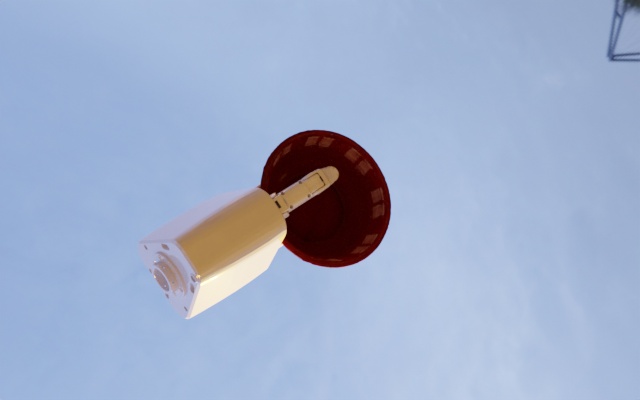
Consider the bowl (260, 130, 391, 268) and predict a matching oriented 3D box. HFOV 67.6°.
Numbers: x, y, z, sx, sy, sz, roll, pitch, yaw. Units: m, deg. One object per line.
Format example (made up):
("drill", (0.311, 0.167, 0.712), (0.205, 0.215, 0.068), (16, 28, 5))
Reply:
("bowl", (0.001, 0.002, 0.559), (0.162, 0.162, 0.055), (0, -15, -24))
